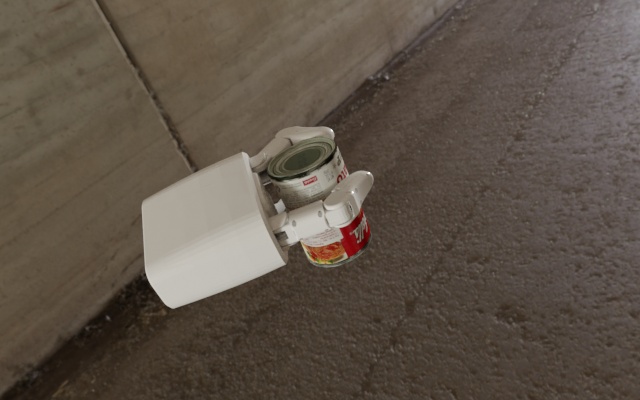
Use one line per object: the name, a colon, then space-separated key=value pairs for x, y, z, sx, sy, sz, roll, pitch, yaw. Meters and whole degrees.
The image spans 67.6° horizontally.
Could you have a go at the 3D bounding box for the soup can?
soup can: x=0.000 y=0.001 z=0.442 sx=0.068 sy=0.102 sz=0.068 roll=-18 pitch=30 yaw=11
